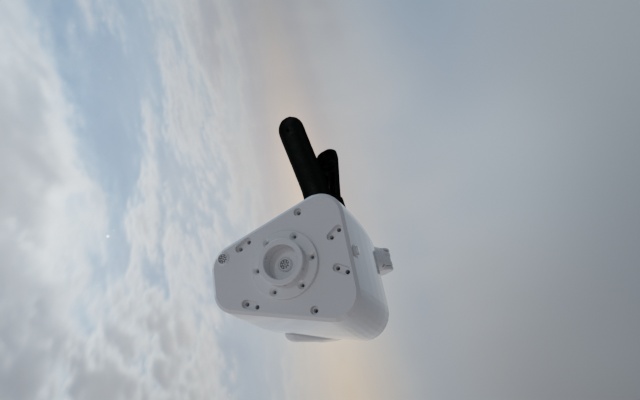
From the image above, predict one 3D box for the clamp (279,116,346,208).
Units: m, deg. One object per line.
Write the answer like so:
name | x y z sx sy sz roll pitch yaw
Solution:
clamp | 0.000 0.002 0.473 0.039 0.171 0.120 -23 -27 22
